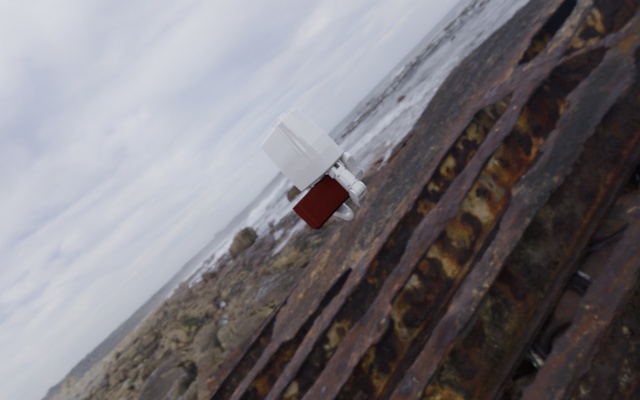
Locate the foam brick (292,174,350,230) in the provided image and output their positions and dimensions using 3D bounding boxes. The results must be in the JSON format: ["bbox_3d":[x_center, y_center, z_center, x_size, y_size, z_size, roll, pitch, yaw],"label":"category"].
[{"bbox_3d":[0.000,0.003,0.776,0.051,0.078,0.053,45,-12,-6],"label":"foam brick"}]
